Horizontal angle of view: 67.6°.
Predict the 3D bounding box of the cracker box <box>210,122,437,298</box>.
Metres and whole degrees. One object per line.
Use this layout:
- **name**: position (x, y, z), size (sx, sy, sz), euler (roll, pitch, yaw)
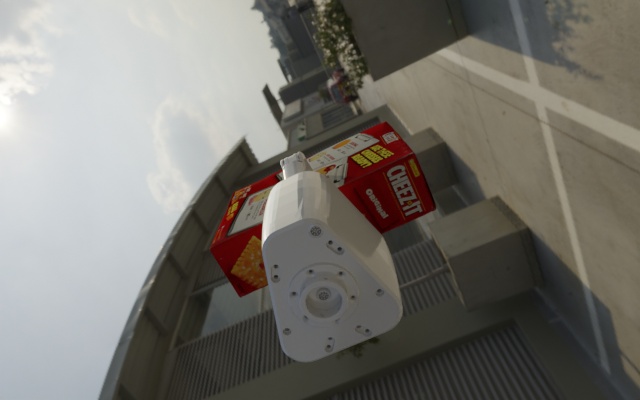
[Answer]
- **cracker box**: position (0.000, 0.002, 0.524), size (0.214, 0.072, 0.164), euler (-24, 19, 7)
